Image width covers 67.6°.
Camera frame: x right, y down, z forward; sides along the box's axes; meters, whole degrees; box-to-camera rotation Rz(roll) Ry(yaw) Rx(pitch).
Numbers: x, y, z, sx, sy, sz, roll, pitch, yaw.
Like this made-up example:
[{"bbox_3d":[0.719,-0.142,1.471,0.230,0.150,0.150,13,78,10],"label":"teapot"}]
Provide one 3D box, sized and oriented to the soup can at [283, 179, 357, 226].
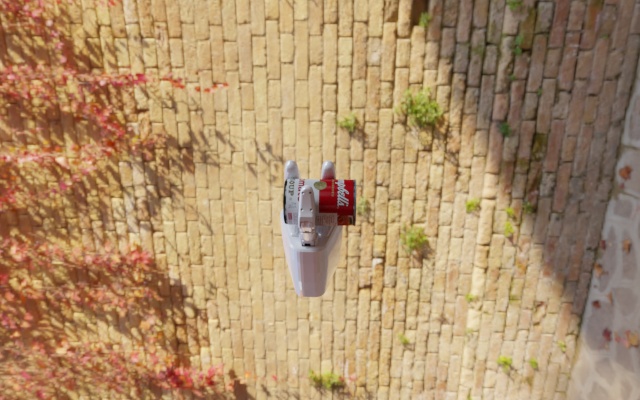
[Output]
[{"bbox_3d":[0.000,0.002,0.690,0.102,0.068,0.068,1,0,3],"label":"soup can"}]
